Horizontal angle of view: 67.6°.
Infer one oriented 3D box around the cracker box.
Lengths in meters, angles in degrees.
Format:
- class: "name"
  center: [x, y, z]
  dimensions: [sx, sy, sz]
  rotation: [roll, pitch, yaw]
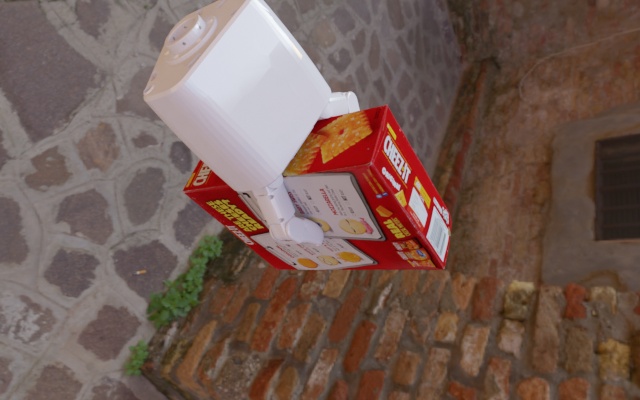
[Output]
- class: "cracker box"
  center: [0.000, 0.002, 0.474]
  dimensions: [0.214, 0.072, 0.164]
  rotation: [-5, -38, 35]
